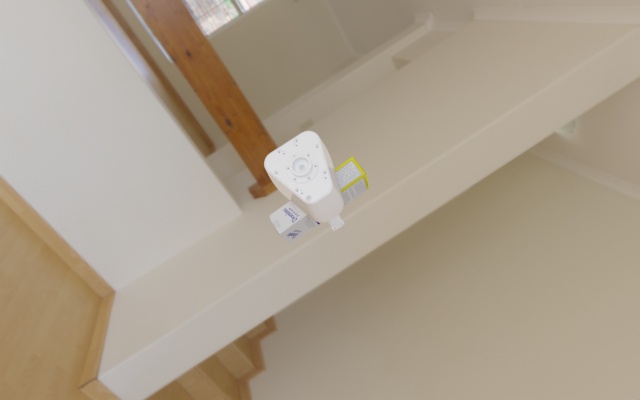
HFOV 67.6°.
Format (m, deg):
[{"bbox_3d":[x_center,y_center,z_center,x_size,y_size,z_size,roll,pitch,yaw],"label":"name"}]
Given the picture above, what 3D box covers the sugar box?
[{"bbox_3d":[0.000,0.002,0.827,0.176,0.048,0.093,-33,-18,-1],"label":"sugar box"}]
